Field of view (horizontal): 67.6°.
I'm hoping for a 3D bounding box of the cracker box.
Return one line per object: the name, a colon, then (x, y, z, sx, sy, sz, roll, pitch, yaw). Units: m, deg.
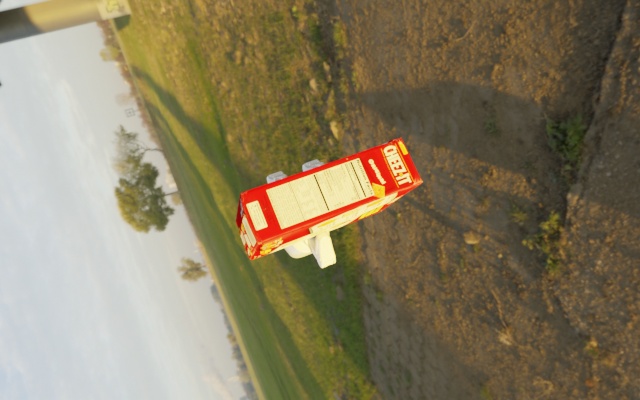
cracker box: (0.000, 0.002, 0.626, 0.213, 0.072, 0.164, -20, -9, -15)
